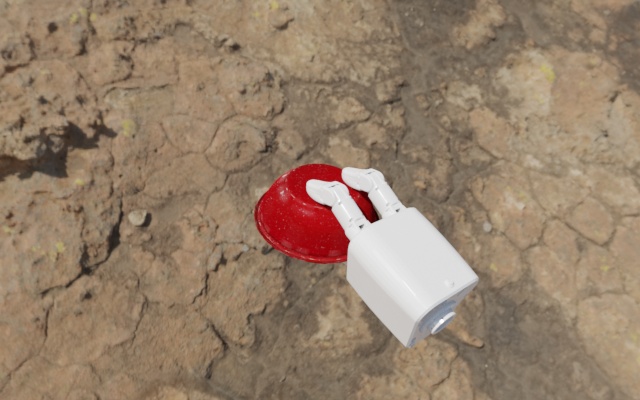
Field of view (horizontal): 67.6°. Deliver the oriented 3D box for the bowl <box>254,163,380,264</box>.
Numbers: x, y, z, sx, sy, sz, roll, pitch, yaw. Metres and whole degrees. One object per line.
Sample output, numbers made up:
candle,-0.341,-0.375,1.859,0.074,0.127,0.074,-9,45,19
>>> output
bowl,-0.001,0.001,0.592,0.162,0.055,0.162,6,38,-4
